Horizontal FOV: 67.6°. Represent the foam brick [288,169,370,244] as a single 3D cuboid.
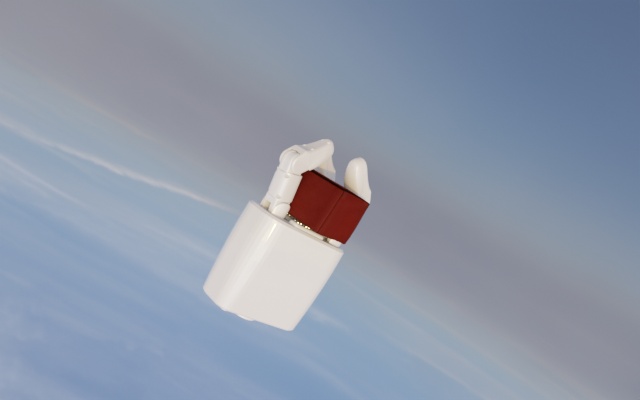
[{"bbox_3d":[0.000,0.002,0.492,0.078,0.051,0.053,33,3,39],"label":"foam brick"}]
